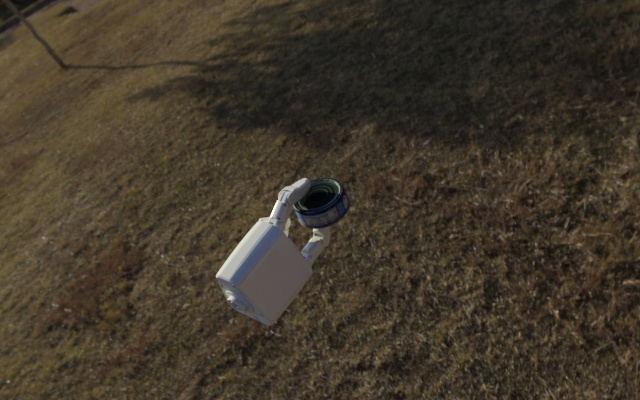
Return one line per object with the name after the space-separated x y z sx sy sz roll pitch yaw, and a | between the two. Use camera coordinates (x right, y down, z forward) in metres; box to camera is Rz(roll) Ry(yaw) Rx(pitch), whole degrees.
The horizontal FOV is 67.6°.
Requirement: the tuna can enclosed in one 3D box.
0.000 0.002 0.744 0.086 0.034 0.086 -14 38 11 | tuna can
